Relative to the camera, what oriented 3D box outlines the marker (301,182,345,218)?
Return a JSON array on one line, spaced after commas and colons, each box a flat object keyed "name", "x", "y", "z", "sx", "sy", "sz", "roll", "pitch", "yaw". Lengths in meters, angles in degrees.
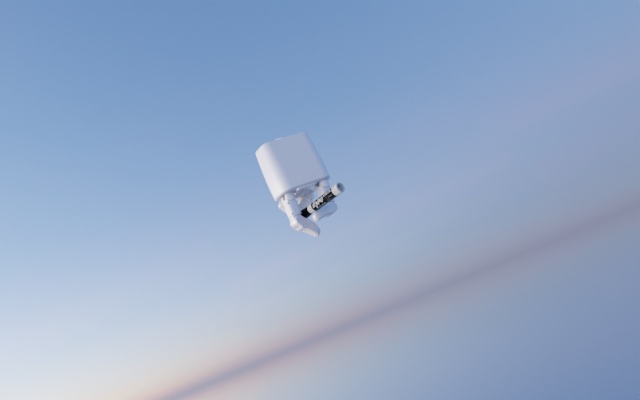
[{"name": "marker", "x": 0.000, "y": 0.003, "z": 0.860, "sx": 0.020, "sy": 0.020, "sz": 0.121, "roll": 0, "pitch": -25, "yaw": -39}]
